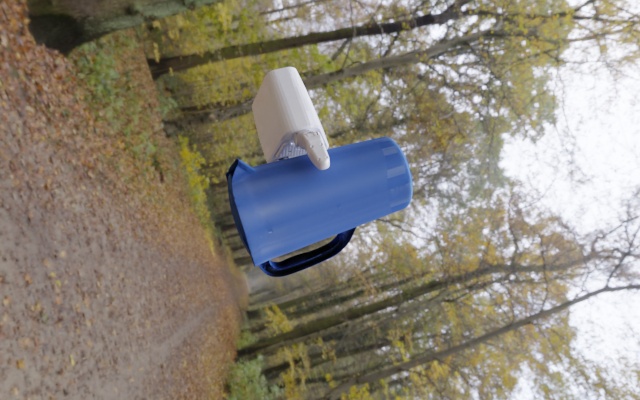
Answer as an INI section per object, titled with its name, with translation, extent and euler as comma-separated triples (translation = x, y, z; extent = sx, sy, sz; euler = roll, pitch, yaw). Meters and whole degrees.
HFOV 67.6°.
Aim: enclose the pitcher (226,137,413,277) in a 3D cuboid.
[pitcher]
translation = 0.000, 0.002, 0.668
extent = 0.243, 0.145, 0.149
euler = -17, -18, -10
